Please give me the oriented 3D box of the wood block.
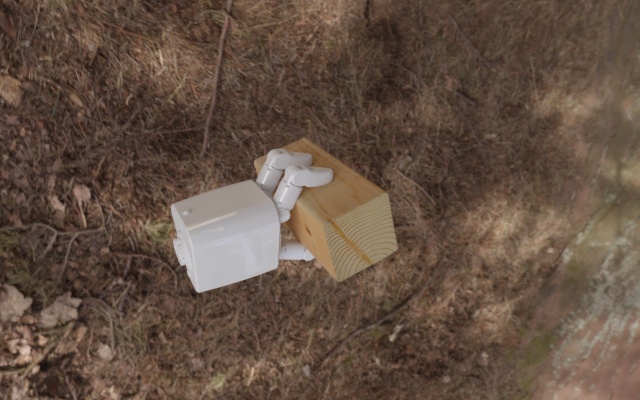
[{"bbox_3d":[0.000,0.003,0.630,0.090,0.091,0.206,-26,35,-17],"label":"wood block"}]
